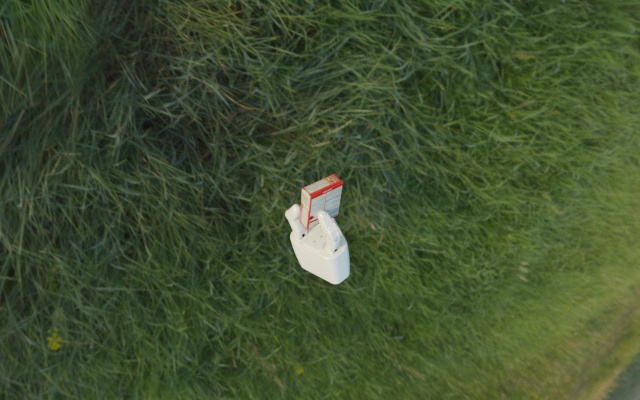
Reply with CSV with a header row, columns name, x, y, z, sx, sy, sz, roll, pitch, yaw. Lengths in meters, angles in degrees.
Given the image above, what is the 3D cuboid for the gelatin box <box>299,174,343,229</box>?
name,x,y,z,sx,sy,sz,roll,pitch,yaw
gelatin box,0.000,0.003,0.867,0.073,0.089,0.030,-25,53,-28
